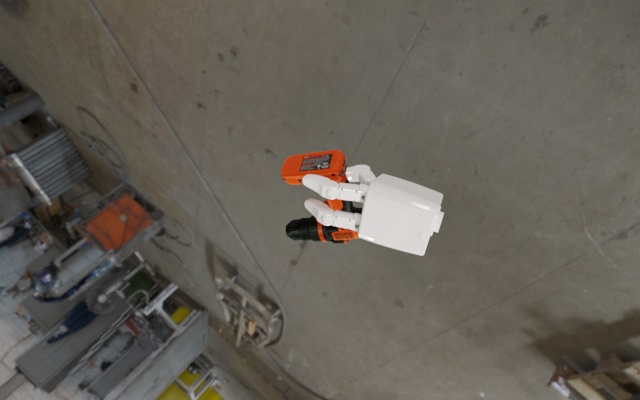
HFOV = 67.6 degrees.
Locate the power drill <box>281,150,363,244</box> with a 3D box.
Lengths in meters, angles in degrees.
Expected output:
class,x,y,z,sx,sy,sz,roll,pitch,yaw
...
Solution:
class,x,y,z,sx,sy,sz,roll,pitch,yaw
power drill,0.000,0.002,0.825,0.184,0.057,0.188,-7,-43,19
